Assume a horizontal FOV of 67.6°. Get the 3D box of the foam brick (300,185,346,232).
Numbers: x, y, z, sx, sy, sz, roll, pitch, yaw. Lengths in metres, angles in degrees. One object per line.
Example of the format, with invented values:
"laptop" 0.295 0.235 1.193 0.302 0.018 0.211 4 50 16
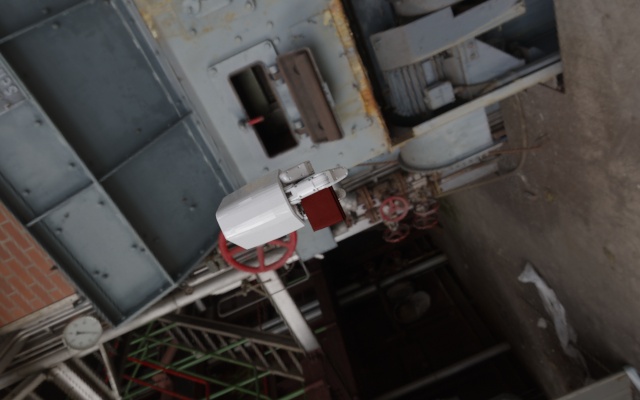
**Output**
"foam brick" 0.000 0.003 0.726 0.051 0.078 0.053 -25 -1 5
